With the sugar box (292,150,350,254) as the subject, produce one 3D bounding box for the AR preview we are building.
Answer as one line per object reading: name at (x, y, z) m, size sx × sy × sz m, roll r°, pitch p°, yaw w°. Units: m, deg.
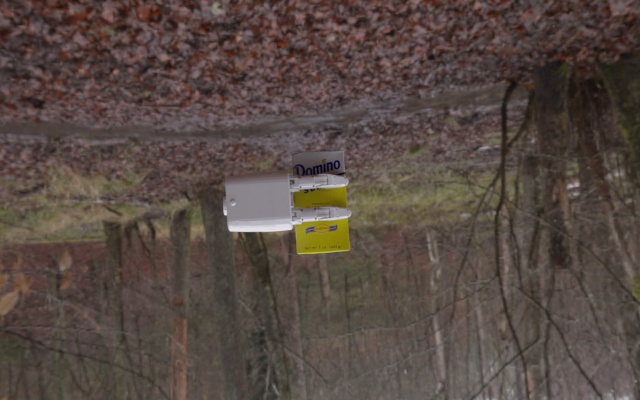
sugar box at (0.000, 0.003, 0.835) m, size 0.093 × 0.176 × 0.048 m, roll -4°, pitch -5°, yaw -1°
